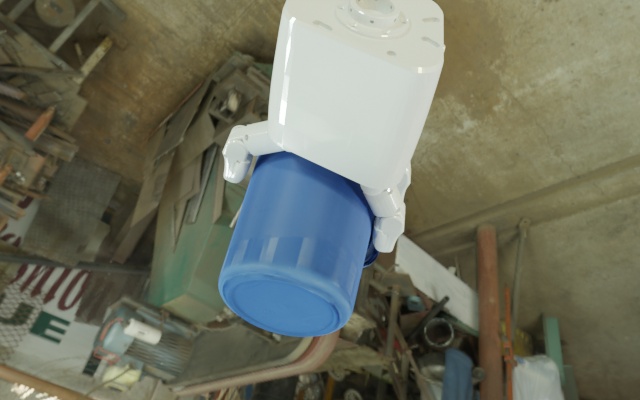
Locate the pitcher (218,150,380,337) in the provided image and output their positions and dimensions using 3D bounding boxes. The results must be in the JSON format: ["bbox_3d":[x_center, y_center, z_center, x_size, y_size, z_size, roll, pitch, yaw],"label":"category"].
[{"bbox_3d":[0.000,0.001,0.451,0.149,0.242,0.145,13,-40,1],"label":"pitcher"}]
